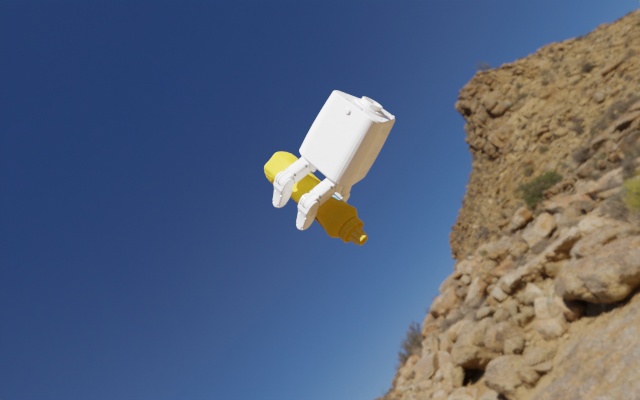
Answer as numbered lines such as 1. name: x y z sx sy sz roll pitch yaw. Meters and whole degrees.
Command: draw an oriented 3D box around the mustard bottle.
1. mustard bottle: 0.000 0.003 0.742 0.191 0.058 0.096 41 0 26
